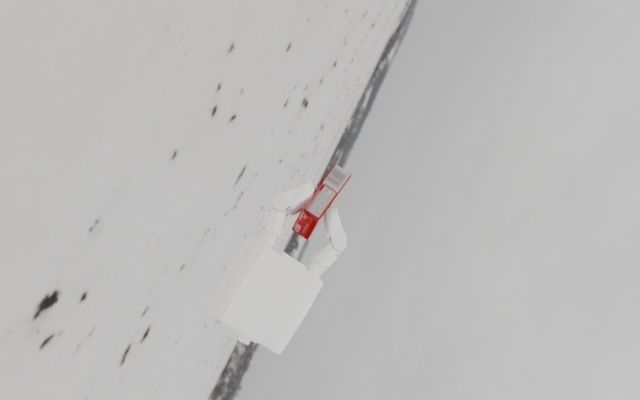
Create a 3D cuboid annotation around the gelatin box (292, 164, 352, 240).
[{"bbox_3d":[0.001,0.002,0.656,0.030,0.089,0.073,35,-27,3],"label":"gelatin box"}]
